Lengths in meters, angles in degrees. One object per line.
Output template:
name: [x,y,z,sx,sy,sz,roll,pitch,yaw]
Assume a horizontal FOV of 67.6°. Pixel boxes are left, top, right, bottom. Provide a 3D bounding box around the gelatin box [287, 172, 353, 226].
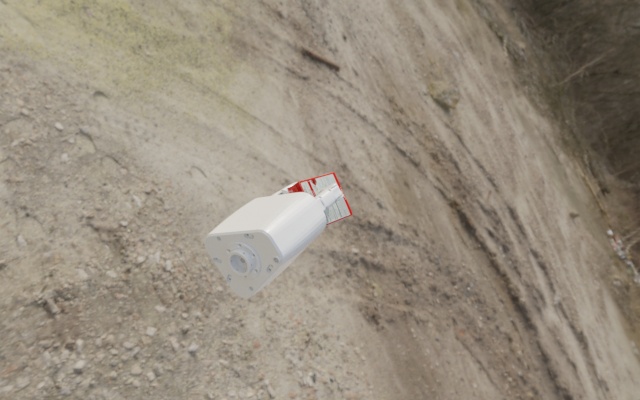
gelatin box: [0.001,0.002,0.708,0.030,0.073,0.089,-28,-6,40]
